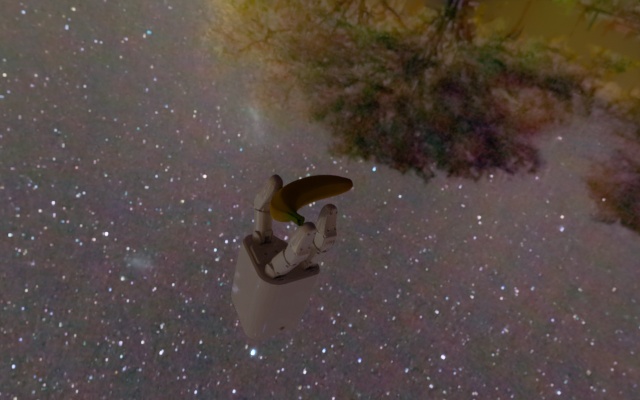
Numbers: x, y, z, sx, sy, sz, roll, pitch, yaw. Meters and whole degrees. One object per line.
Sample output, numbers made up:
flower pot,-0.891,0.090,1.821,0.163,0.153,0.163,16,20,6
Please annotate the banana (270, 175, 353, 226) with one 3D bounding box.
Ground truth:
banana,-0.018,-0.004,0.650,0.069,0.037,0.197,23,24,15
